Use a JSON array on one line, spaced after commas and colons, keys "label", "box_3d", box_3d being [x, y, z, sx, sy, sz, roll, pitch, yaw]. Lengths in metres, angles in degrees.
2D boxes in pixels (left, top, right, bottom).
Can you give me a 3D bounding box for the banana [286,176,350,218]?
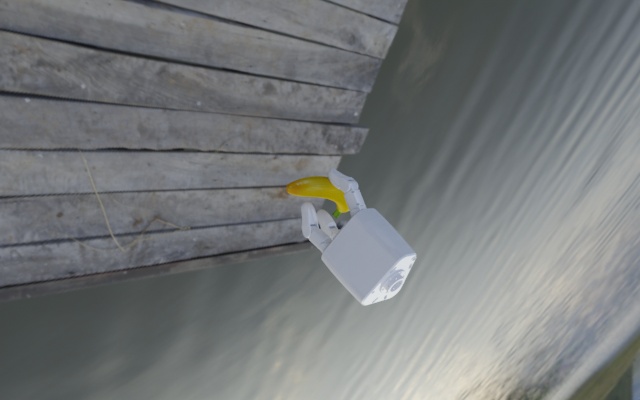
[{"label": "banana", "box_3d": [0.015, -0.009, 0.835, 0.069, 0.037, 0.198, -42, -30, 10]}]
